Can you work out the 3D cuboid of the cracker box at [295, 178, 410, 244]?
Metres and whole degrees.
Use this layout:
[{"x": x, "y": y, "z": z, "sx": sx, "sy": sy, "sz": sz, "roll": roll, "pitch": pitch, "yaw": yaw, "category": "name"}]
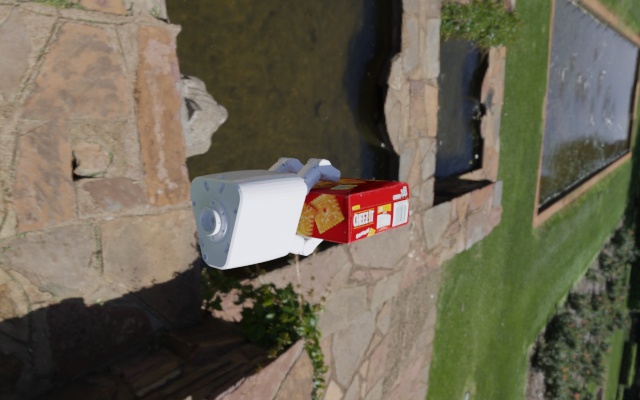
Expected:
[{"x": 0.000, "y": 0.003, "z": 0.706, "sx": 0.213, "sy": 0.072, "sz": 0.164, "roll": 8, "pitch": 12, "yaw": 37, "category": "cracker box"}]
